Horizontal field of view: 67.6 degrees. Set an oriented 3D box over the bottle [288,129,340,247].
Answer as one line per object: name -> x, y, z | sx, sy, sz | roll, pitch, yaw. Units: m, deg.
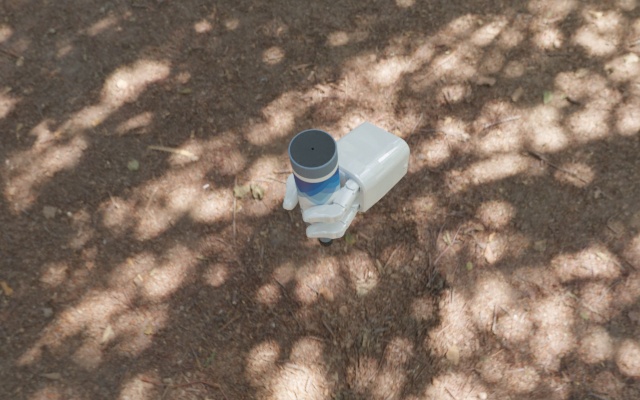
bottle -> 0.000, 0.002, 0.767 | 0.069, 0.069, 0.296 | 0, -29, 5
